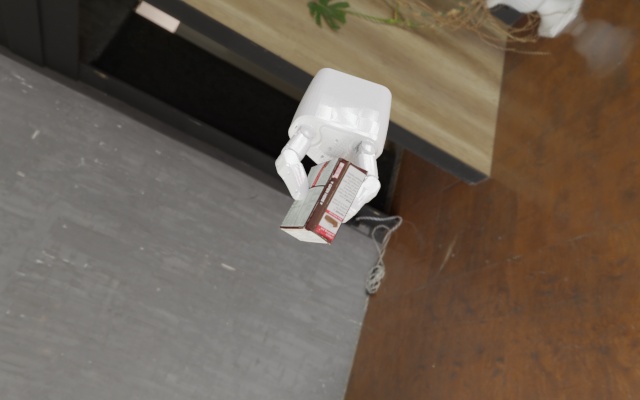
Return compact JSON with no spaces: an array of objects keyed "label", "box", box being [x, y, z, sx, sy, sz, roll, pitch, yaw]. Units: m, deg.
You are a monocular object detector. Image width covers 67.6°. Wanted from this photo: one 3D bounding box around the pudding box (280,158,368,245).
[{"label":"pudding box","box":[0.000,0.002,0.544,0.039,0.090,0.113,29,-11,-13]}]
